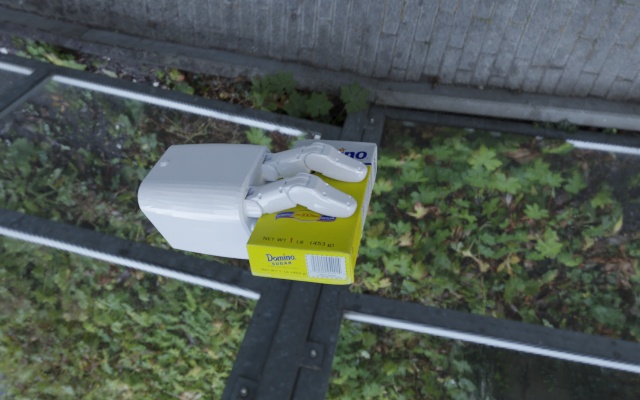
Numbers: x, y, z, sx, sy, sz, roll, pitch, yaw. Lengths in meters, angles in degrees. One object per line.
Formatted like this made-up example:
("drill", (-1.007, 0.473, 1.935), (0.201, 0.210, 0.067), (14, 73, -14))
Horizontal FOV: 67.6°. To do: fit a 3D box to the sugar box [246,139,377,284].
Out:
("sugar box", (0.000, 0.001, 0.472), (0.093, 0.048, 0.176), (4, 41, 11))
